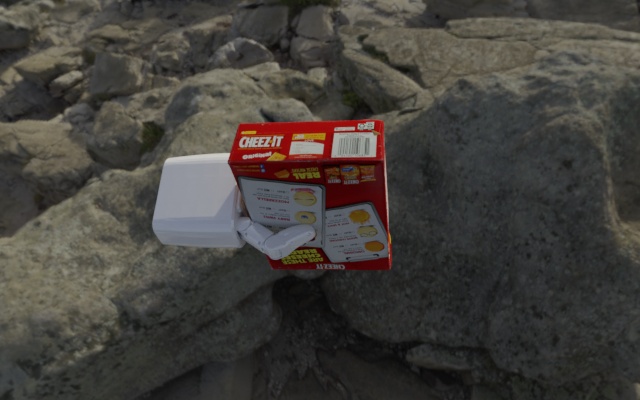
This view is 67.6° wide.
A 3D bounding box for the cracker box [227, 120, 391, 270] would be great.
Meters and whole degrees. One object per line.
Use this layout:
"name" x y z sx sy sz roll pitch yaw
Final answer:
"cracker box" 0.000 0.002 0.579 0.164 0.072 0.214 -1 -39 10
